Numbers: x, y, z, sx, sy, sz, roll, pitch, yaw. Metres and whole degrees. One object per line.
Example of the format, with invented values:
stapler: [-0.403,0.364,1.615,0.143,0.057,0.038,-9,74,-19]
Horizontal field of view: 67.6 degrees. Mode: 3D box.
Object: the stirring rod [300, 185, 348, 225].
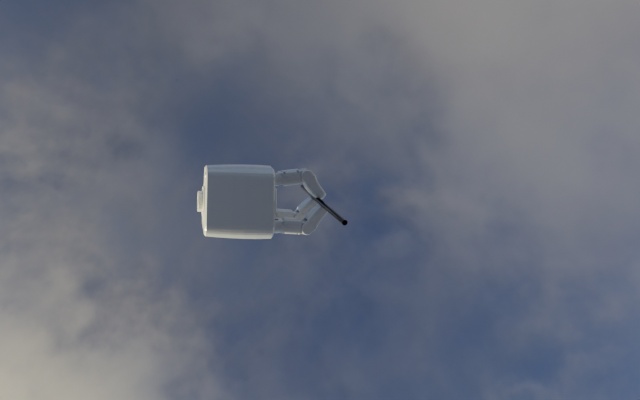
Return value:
stirring rod: [0.000,0.003,0.772,0.011,0.011,0.239,0,14,-17]
